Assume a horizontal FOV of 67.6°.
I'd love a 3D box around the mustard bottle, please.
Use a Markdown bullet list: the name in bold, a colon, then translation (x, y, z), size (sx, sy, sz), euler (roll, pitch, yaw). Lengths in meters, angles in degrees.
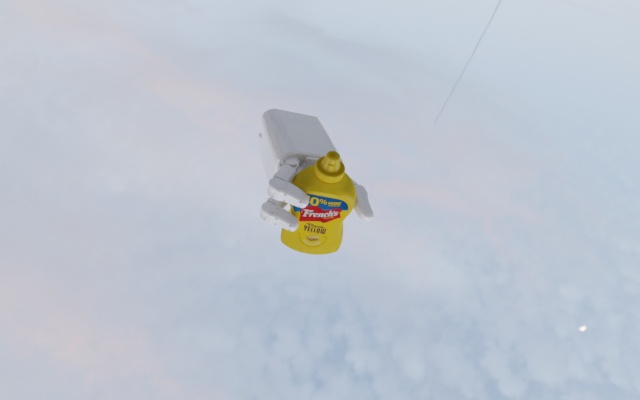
- **mustard bottle**: translation (0.000, 0.003, 0.695), size (0.096, 0.058, 0.192), euler (11, -43, -4)
